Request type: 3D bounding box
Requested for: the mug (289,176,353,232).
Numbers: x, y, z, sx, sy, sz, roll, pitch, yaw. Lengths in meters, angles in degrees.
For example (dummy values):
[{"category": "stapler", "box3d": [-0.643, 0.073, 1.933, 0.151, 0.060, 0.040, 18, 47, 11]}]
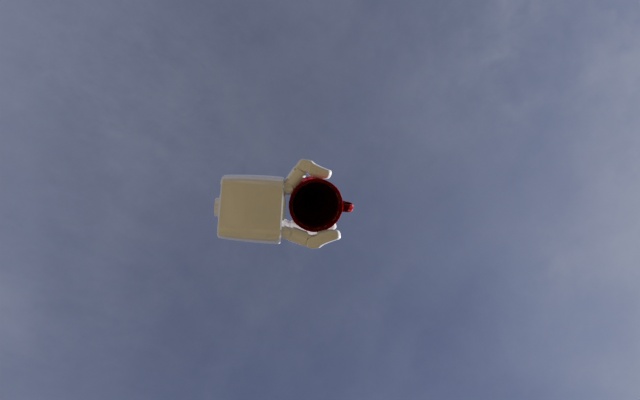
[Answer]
[{"category": "mug", "box3d": [0.002, 0.003, 0.850, 0.117, 0.093, 0.081, 5, 10, -7]}]
